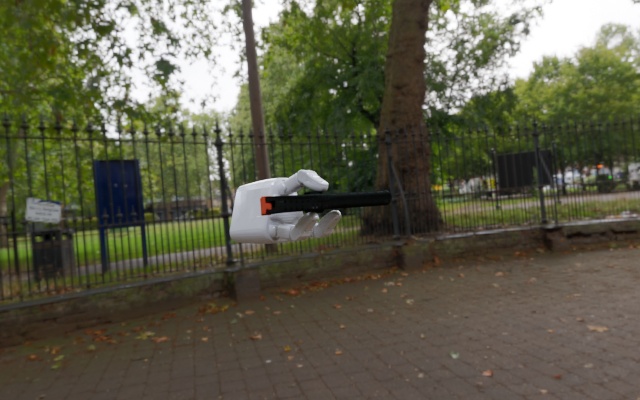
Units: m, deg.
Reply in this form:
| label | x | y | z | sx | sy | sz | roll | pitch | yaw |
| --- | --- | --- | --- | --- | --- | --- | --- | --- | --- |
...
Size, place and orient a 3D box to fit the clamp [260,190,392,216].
| label | x | y | z | sx | sy | sz | roll | pitch | yaw |
| --- | --- | --- | --- | --- | --- | --- | --- | --- | --- |
| clamp | 0.000 | 0.002 | 0.765 | 0.164 | 0.036 | 0.210 | -6 | -2 | 43 |
